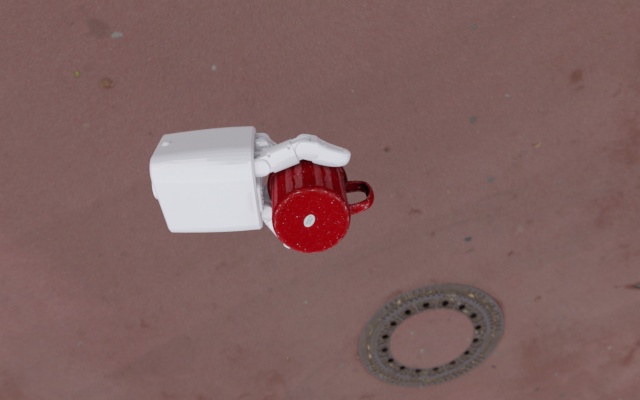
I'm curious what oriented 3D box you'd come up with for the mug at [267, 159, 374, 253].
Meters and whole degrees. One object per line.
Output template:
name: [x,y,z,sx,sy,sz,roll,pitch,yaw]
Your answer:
mug: [0.002,0.002,0.517,0.117,0.093,0.081,-5,31,-2]
